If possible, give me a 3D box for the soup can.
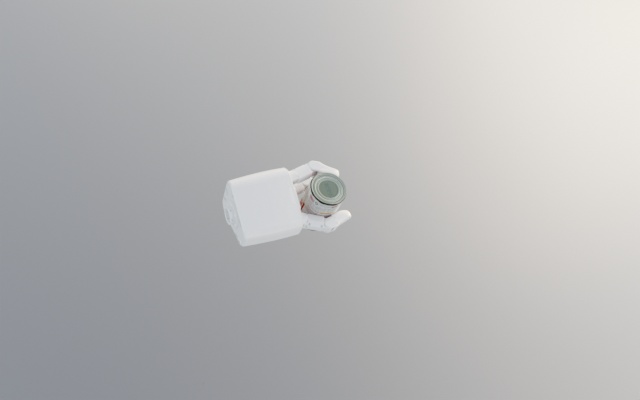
[{"bbox_3d":[0.001,0.003,0.863,0.068,0.068,0.102,0,-29,-19],"label":"soup can"}]
